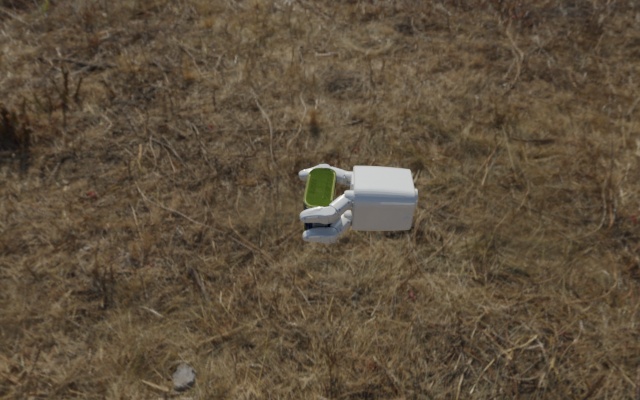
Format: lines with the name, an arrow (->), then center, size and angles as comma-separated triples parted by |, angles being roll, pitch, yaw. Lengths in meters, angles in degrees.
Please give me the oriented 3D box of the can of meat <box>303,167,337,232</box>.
can of meat -> 0.000, 0.003, 0.862 | 0.057, 0.102, 0.084 | 5, -40, 5
